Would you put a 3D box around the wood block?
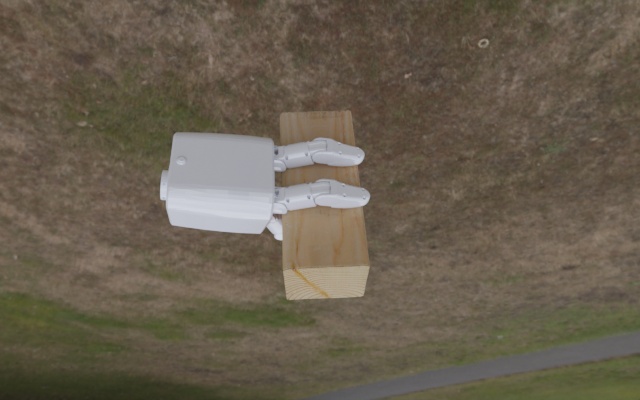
[{"bbox_3d":[0.000,0.002,0.563,0.090,0.206,0.091,-2,-31,-2],"label":"wood block"}]
